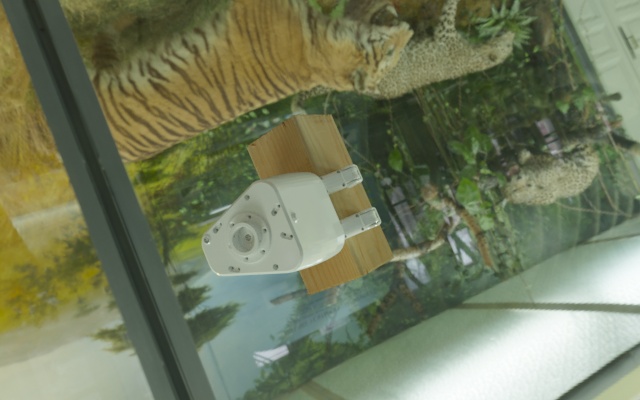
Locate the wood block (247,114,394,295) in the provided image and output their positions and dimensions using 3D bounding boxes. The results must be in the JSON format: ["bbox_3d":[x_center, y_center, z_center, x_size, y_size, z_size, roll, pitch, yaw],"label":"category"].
[{"bbox_3d":[0.000,0.002,0.615,0.091,0.206,0.090,-26,-5,34],"label":"wood block"}]
